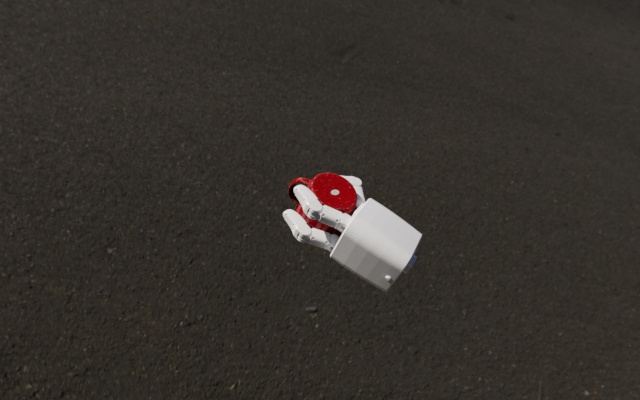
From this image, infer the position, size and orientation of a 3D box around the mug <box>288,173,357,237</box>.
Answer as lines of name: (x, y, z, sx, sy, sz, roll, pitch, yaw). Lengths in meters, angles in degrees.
mug: (-0.001, 0.002, 0.784, 0.117, 0.081, 0.093, 33, 46, 7)
